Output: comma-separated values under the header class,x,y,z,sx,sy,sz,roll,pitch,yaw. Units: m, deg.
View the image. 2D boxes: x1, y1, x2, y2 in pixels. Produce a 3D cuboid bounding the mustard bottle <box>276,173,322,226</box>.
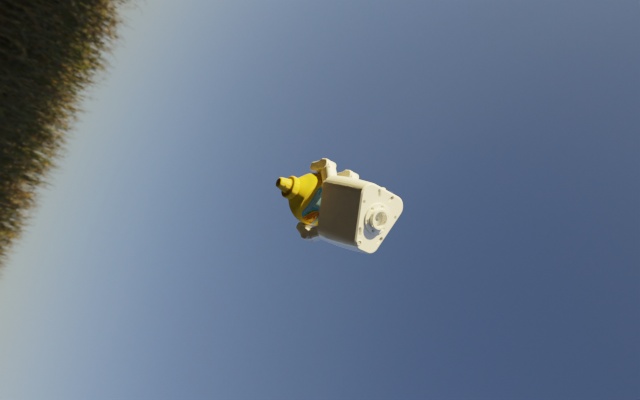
class,x,y,z,sx,sy,sz,roll,pitch,yaw
mustard bottle,0.000,0.003,0.876,0.192,0.096,0.058,25,18,-33
